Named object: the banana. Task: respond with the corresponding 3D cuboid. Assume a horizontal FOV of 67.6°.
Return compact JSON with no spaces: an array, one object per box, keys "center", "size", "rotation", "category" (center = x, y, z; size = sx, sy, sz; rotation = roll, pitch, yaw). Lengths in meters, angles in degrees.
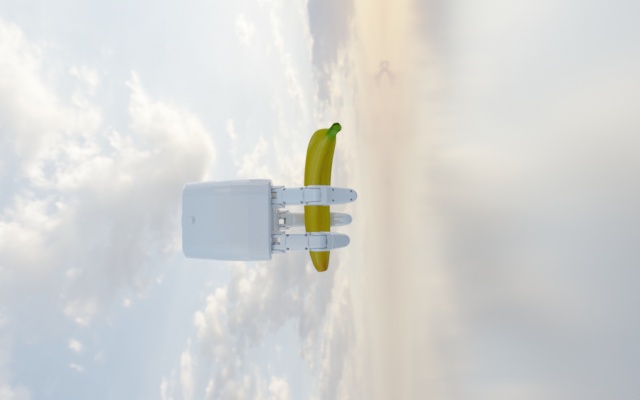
[{"center":[-0.002,-0.008,0.612],"size":[0.037,0.198,0.069],"rotation":[0,21,-8],"category":"banana"}]
